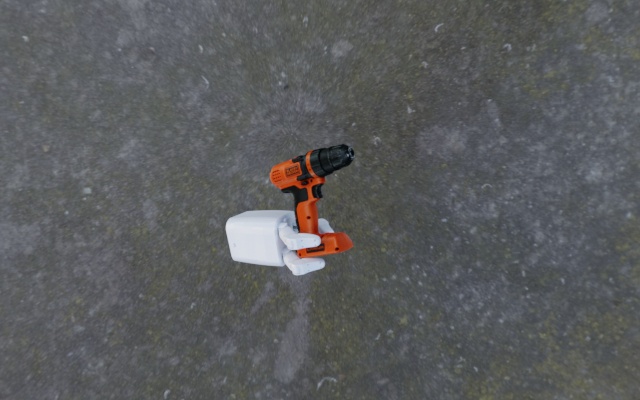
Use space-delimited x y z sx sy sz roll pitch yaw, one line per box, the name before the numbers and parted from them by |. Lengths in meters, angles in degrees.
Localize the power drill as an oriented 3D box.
power drill | 0.000 0.003 0.862 0.184 0.187 0.057 -15 -2 39
